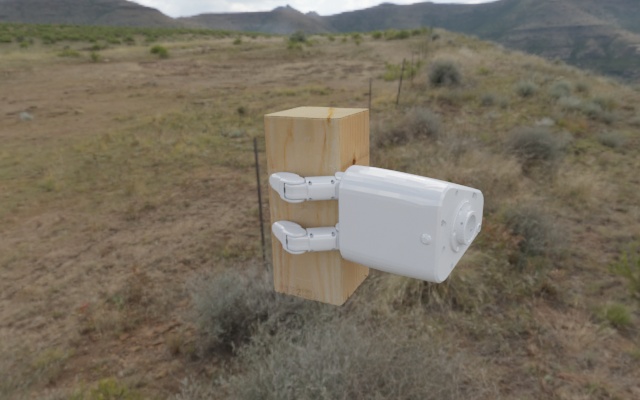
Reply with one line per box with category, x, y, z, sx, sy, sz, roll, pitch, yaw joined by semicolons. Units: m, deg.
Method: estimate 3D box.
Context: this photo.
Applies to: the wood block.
wood block;0.001;0.002;0.550;0.090;0.206;0.091;7;19;25
